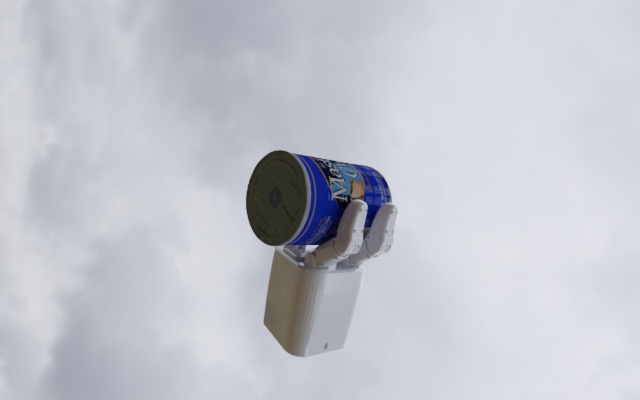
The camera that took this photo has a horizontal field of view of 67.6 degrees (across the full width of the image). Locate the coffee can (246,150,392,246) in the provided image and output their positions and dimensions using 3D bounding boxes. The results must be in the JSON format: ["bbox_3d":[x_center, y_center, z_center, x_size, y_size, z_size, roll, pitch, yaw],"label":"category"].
[{"bbox_3d":[0.000,0.002,0.555,0.140,0.103,0.103,5,-4,-44],"label":"coffee can"}]
